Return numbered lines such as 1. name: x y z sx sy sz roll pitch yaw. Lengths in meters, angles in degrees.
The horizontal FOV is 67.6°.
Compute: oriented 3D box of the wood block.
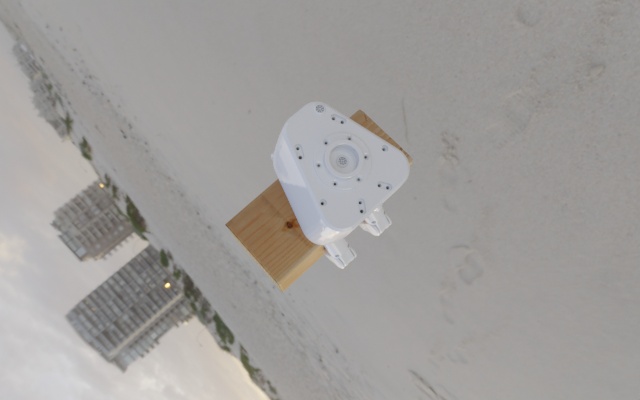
1. wood block: 0.000 0.002 0.569 0.206 0.091 0.090 -41 -12 -12
